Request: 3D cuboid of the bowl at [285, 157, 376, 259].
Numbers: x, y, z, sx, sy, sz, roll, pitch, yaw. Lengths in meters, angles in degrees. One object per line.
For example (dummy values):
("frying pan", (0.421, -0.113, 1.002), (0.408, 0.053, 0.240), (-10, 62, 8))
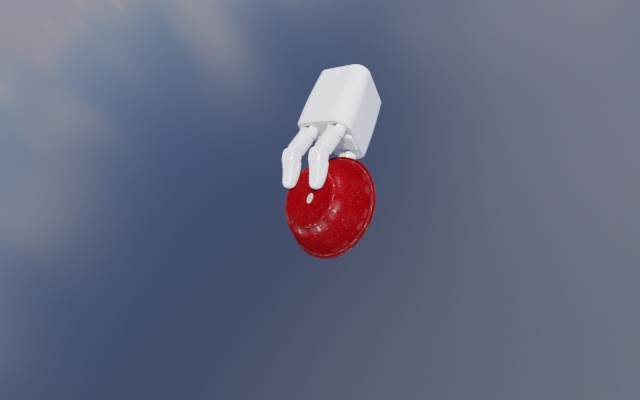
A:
("bowl", (0.000, 0.003, 0.707), (0.162, 0.162, 0.055), (0, -16, 41))
